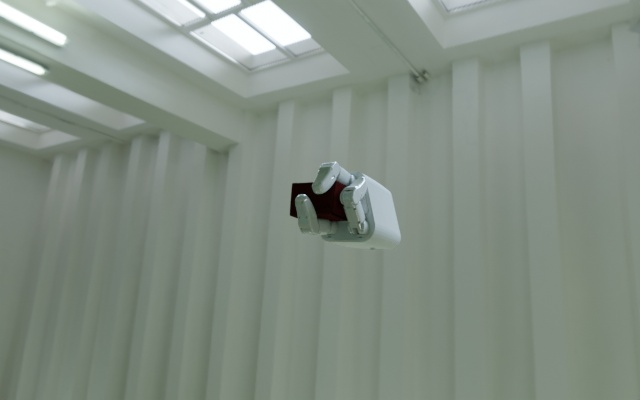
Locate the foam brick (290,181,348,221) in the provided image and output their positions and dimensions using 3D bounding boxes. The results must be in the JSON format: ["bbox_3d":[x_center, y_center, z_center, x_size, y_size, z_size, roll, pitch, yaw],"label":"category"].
[{"bbox_3d":[0.000,0.002,0.720,0.078,0.053,0.051,-2,-14,34],"label":"foam brick"}]
